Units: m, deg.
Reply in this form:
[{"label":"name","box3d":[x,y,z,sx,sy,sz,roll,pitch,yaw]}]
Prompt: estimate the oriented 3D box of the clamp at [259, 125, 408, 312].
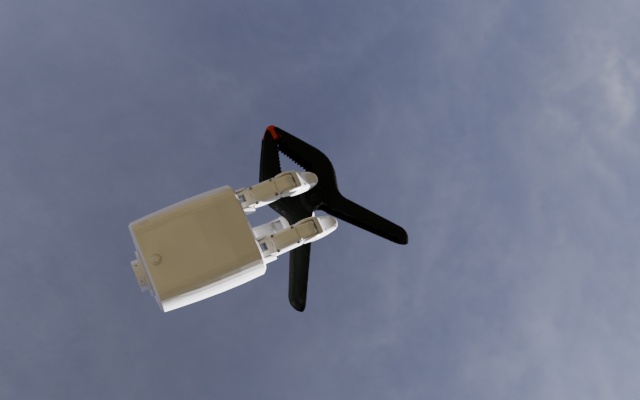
[{"label":"clamp","box3d":[-0.001,0.002,0.562,0.164,0.210,0.036,-21,-10,-22]}]
